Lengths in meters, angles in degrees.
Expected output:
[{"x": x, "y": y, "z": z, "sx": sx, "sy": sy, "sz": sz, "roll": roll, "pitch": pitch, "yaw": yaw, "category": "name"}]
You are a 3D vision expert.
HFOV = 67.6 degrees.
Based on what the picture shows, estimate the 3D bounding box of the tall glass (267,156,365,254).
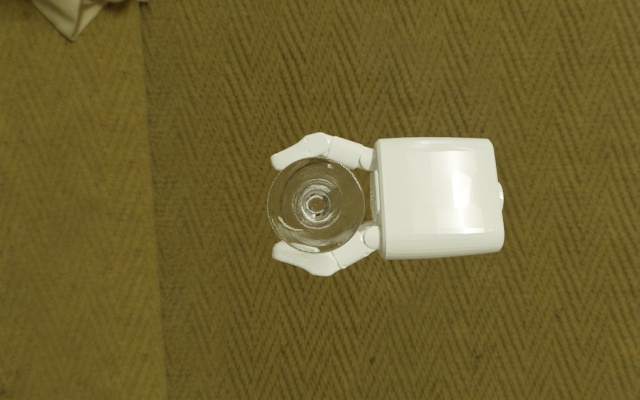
[{"x": 0.000, "y": 0.001, "z": 0.460, "sx": 0.079, "sy": 0.079, "sz": 0.201, "roll": 0, "pitch": 1, "yaw": 2, "category": "tall glass"}]
